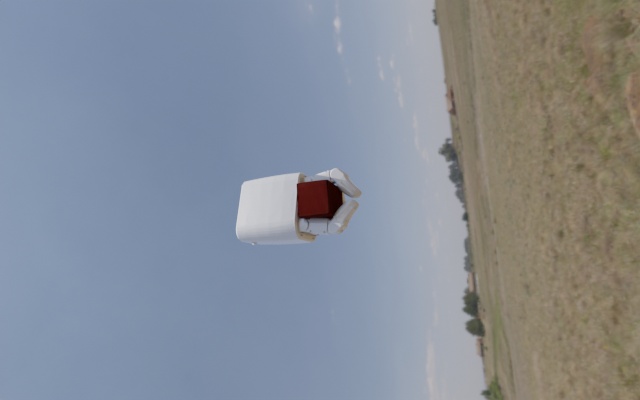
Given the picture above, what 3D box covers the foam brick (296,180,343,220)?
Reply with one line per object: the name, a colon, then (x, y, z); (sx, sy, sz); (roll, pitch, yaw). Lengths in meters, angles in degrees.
foam brick: (0.000, 0.002, 0.737); (0.051, 0.053, 0.078); (-5, -11, 18)
